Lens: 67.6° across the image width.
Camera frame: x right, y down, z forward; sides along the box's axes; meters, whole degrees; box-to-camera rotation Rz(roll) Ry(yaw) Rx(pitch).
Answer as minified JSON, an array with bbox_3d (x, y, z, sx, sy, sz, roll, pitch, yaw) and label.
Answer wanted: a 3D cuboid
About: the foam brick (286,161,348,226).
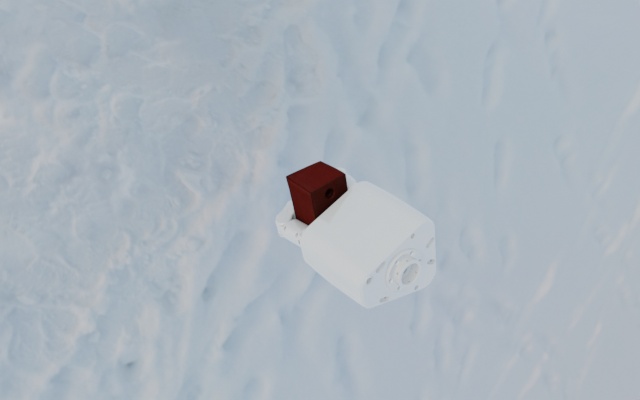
[{"bbox_3d":[0.000,0.002,0.570,0.053,0.078,0.051,-29,36,-25],"label":"foam brick"}]
